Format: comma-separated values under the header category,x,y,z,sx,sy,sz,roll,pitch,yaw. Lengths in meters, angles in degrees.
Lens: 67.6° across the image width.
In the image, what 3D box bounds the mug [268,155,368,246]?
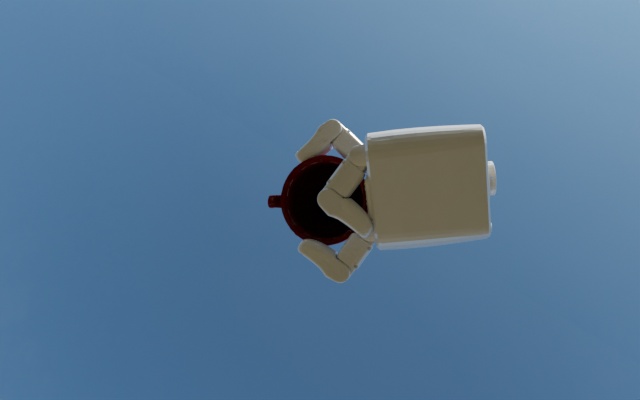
category,x,y,z,sx,sy,sz,roll,pitch,yaw
mug,-0.001,0.002,0.530,0.117,0.093,0.081,-4,-2,12
